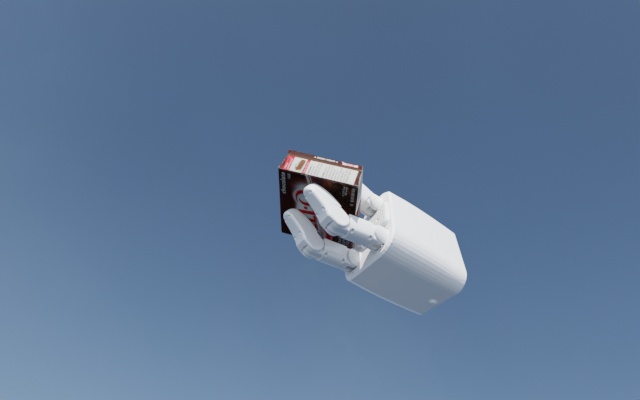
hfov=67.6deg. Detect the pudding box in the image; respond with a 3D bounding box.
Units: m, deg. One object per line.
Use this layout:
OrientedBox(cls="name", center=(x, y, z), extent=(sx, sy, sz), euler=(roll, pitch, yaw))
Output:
OrientedBox(cls="pudding box", center=(0.000, 0.002, 0.550), extent=(0.090, 0.114, 0.039), euler=(13, 46, 10))
